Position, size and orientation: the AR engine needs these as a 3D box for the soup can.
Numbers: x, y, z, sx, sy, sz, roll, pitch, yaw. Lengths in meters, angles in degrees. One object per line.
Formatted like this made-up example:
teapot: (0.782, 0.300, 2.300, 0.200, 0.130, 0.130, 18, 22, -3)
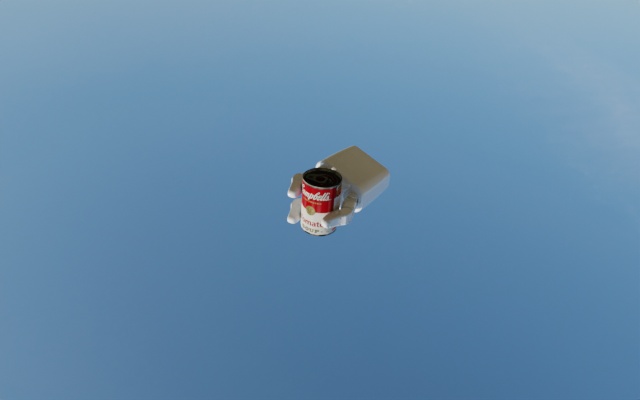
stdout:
soup can: (0.000, 0.003, 0.833, 0.068, 0.102, 0.068, 3, 33, -2)
